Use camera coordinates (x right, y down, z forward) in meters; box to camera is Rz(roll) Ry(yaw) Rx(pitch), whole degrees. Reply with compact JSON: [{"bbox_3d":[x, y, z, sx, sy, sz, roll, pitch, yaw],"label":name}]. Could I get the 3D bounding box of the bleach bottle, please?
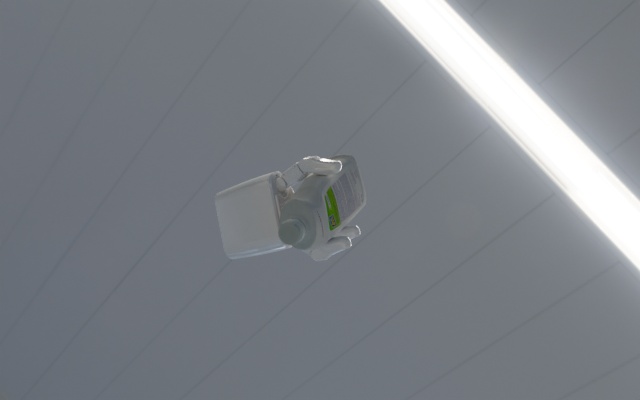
[{"bbox_3d":[0.000,0.002,0.690,0.068,0.102,0.250,-15,8,23],"label":"bleach bottle"}]
